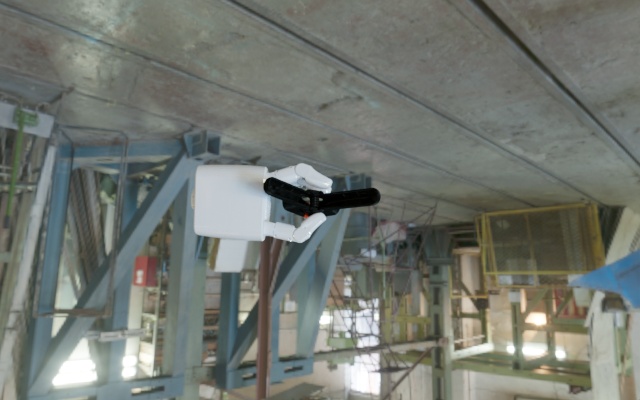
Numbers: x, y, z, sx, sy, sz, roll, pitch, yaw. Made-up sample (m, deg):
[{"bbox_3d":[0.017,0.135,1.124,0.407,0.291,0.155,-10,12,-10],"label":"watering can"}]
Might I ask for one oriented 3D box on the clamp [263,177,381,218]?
[{"bbox_3d":[0.000,0.003,0.748,0.164,0.036,0.210,6,-10,-1],"label":"clamp"}]
